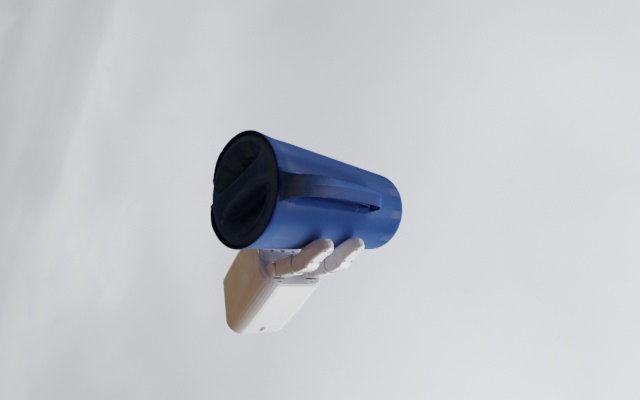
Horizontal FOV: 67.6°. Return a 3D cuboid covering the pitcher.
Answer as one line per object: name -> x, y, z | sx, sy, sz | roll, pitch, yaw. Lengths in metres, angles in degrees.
pitcher -> 0.000, 0.002, 0.597 | 0.243, 0.145, 0.149 | 9, 34, -43
